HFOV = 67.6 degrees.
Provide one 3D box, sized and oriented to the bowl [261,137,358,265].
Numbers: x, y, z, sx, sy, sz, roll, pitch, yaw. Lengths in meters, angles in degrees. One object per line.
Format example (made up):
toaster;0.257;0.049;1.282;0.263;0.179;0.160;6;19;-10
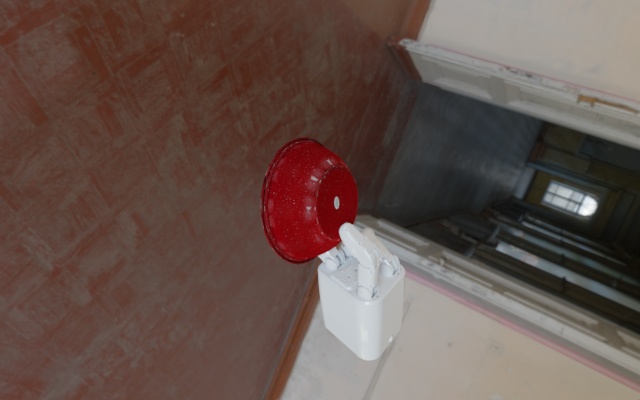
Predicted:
bowl;0.000;0.001;0.591;0.055;0.162;0.162;4;2;37
